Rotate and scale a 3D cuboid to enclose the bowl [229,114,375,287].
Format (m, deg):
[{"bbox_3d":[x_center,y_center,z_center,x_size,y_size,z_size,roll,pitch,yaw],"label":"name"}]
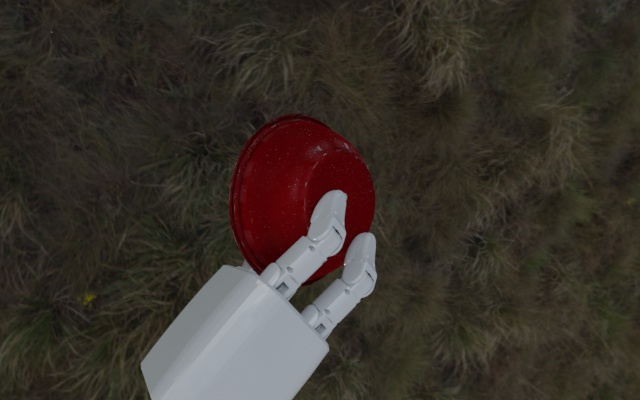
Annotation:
[{"bbox_3d":[0.001,0.000,0.430,0.055,0.162,0.162,2,1,45],"label":"bowl"}]
